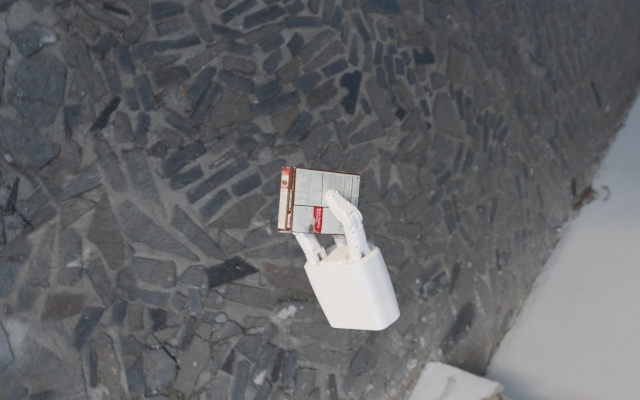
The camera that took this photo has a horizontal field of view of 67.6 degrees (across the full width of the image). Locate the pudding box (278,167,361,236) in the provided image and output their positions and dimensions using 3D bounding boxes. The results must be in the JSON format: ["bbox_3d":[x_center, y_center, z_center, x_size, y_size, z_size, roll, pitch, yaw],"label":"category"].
[{"bbox_3d":[0.000,0.002,0.661,0.113,0.090,0.039,5,-2,-34],"label":"pudding box"}]
